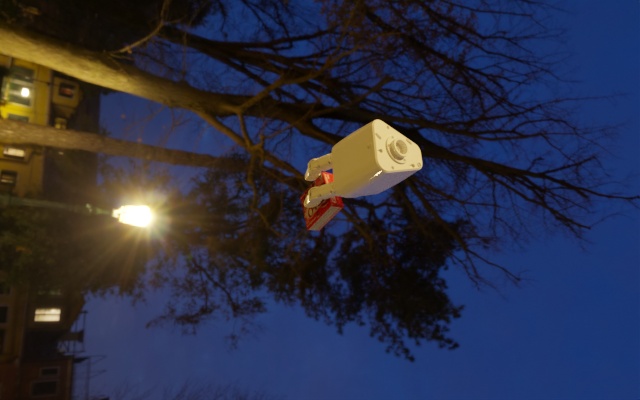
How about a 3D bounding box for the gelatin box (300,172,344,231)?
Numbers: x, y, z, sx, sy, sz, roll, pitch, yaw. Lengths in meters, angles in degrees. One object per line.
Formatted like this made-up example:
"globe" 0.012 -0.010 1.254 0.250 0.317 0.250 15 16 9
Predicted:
"gelatin box" 0.000 0.003 0.875 0.030 0.073 0.089 7 -37 -33
